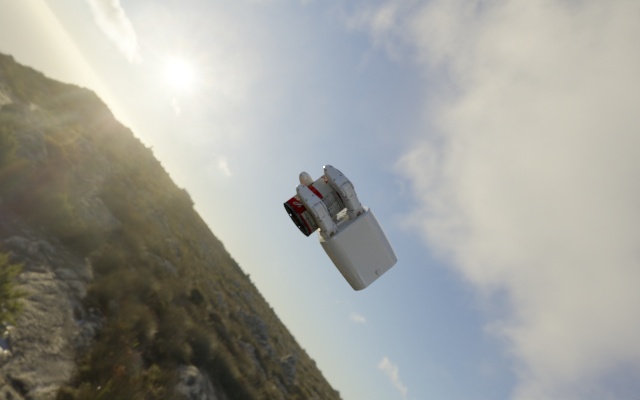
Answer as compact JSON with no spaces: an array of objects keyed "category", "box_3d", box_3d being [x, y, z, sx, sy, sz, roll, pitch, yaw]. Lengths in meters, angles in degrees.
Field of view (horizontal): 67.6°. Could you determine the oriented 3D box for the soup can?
[{"category":"soup can","box_3d":[0.000,0.002,0.776,0.102,0.068,0.068,-36,9,-12]}]
